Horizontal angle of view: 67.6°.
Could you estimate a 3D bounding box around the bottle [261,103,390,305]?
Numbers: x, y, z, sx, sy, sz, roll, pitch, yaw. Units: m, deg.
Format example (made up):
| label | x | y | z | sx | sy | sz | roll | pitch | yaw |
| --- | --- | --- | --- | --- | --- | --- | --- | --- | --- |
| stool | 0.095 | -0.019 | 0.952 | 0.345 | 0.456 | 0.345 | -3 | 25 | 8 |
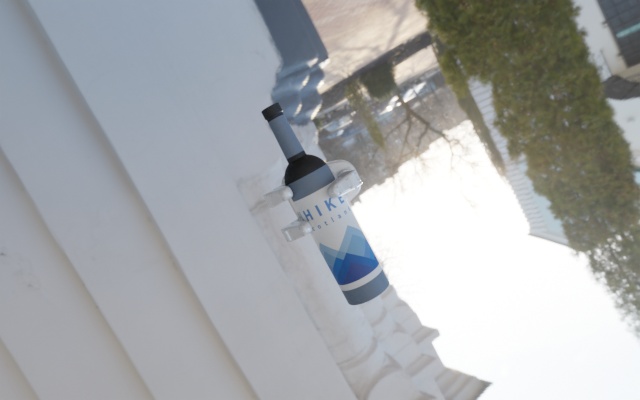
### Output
| label | x | y | z | sx | sy | sz | roll | pitch | yaw |
| --- | --- | --- | --- | --- | --- | --- | --- | --- | --- |
| bottle | 0.000 | 0.002 | 0.664 | 0.069 | 0.296 | 0.069 | -28 | 6 | 3 |
